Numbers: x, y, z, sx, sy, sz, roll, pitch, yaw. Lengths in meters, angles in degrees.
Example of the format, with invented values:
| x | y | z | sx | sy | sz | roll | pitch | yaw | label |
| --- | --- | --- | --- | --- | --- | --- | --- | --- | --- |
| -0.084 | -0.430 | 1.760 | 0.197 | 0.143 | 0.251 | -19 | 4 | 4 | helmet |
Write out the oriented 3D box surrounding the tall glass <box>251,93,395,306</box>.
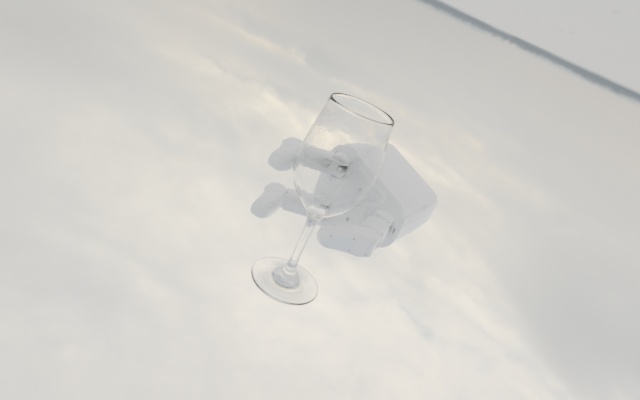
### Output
| x | y | z | sx | sy | sz | roll | pitch | yaw | label |
| --- | --- | --- | --- | --- | --- | --- | --- | --- | --- |
| 0.000 | 0.002 | 0.459 | 0.079 | 0.201 | 0.079 | 20 | 25 | -10 | tall glass |
